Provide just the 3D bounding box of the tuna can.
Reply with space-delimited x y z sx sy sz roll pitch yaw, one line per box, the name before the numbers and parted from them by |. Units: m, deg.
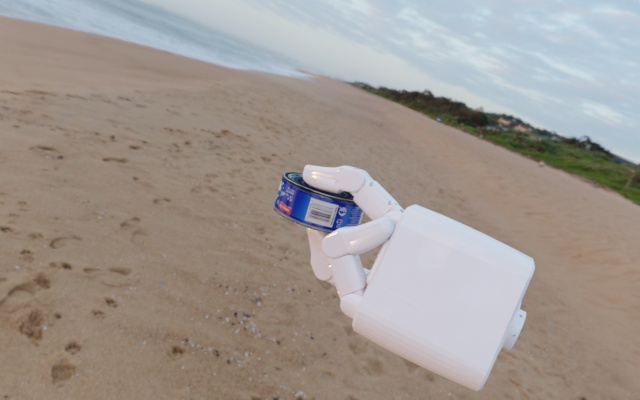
tuna can | 0.000 0.001 0.457 0.086 0.034 0.086 16 12 -4
